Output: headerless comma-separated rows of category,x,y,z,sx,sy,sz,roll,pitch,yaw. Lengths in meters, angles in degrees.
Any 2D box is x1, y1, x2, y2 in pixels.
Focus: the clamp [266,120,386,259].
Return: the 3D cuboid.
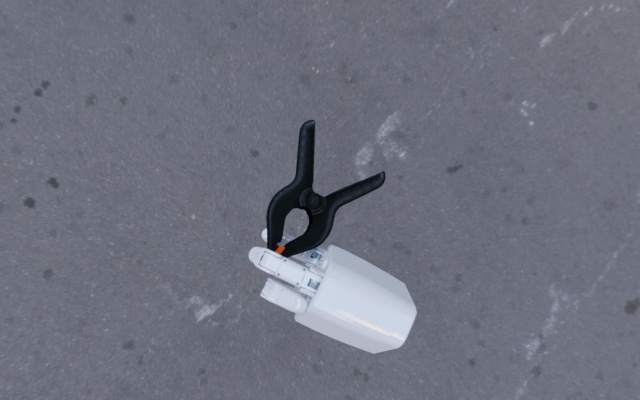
clamp,0.000,0.002,0.565,0.120,0.171,0.039,26,-9,-2
